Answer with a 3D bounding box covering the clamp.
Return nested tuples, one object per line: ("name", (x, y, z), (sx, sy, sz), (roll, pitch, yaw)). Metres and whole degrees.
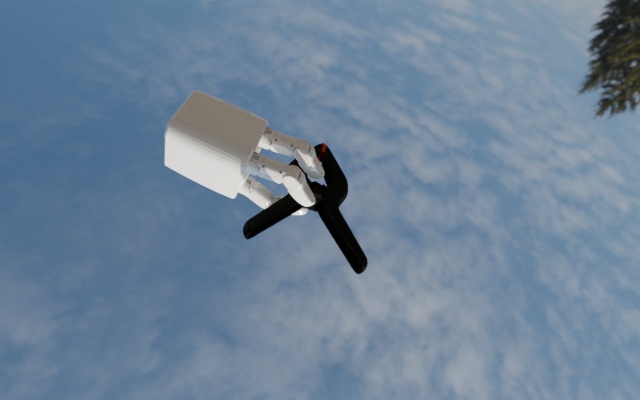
("clamp", (0.000, 0.002, 0.660), (0.164, 0.209, 0.036), (25, -45, -7))
